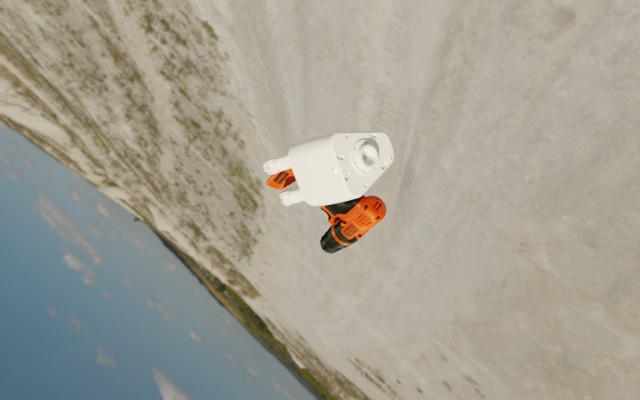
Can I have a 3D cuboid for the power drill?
[{"bbox_3d":[0.000,0.002,0.820,0.184,0.187,0.057,-44,8,50],"label":"power drill"}]
